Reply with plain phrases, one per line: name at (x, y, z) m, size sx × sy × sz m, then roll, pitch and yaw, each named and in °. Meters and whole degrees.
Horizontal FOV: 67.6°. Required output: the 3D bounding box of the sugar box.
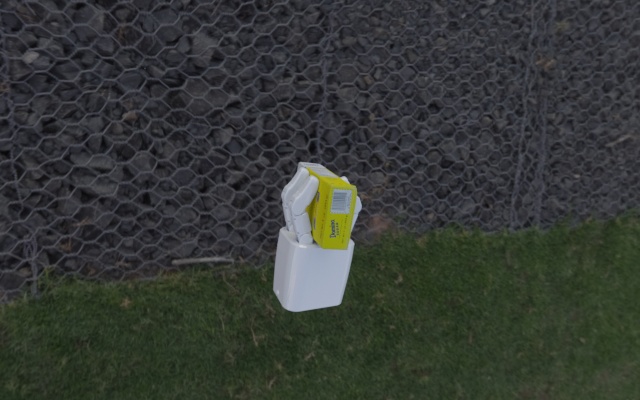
sugar box at (0.000, 0.003, 0.730) m, size 0.048 × 0.093 × 0.176 m, roll 4°, pitch 13°, yaw -21°
